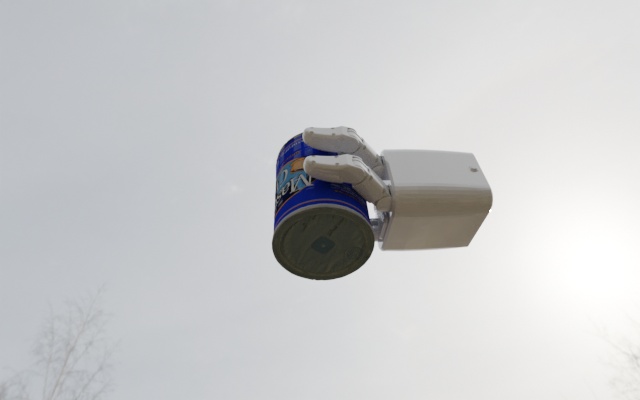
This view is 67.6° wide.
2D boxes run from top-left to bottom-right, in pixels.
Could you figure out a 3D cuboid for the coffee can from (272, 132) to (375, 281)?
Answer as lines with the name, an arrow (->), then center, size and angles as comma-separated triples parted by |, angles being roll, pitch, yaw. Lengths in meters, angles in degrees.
coffee can -> 0.000, 0.002, 0.527 | 0.103, 0.103, 0.140 | 0, 40, -3
